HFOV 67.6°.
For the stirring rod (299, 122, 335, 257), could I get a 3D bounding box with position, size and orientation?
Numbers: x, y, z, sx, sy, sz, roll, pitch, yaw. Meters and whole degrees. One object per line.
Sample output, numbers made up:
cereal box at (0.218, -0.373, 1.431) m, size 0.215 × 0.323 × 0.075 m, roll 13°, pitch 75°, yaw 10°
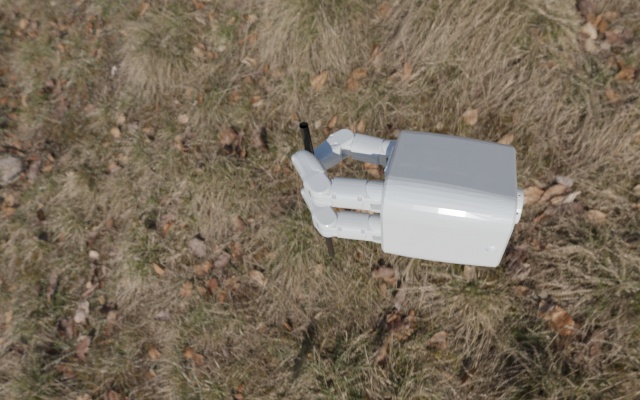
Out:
stirring rod at (0.000, 0.002, 0.515) m, size 0.011 × 0.011 × 0.240 m, roll 0°, pitch -34°, yaw 8°
